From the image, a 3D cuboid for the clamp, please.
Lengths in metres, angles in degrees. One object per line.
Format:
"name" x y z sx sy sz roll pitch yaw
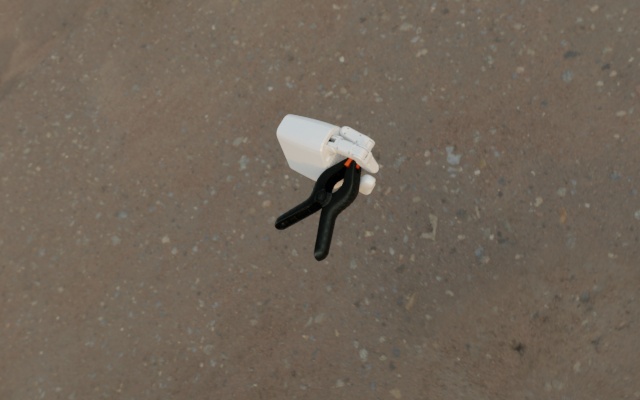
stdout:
"clamp" 0.000 0.002 0.765 0.120 0.171 0.039 23 -13 34
